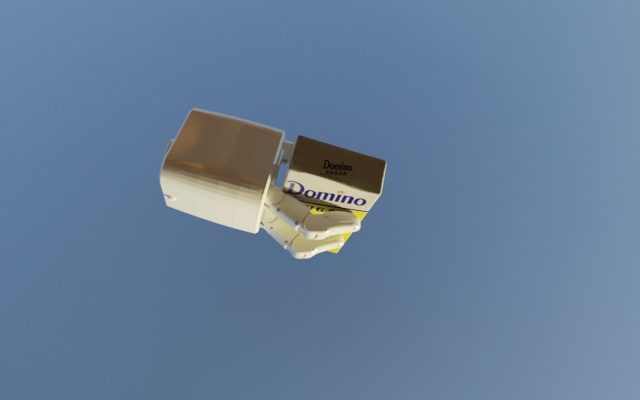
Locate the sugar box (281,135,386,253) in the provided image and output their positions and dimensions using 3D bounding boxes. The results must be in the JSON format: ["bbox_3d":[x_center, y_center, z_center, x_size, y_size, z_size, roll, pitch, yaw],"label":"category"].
[{"bbox_3d":[0.000,0.002,0.527,0.093,0.048,0.176,16,-24,-5],"label":"sugar box"}]
